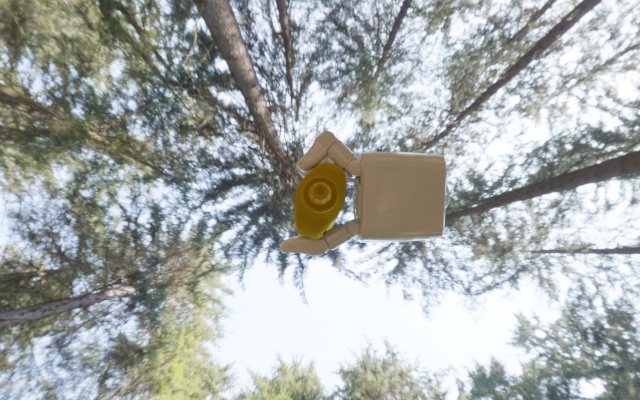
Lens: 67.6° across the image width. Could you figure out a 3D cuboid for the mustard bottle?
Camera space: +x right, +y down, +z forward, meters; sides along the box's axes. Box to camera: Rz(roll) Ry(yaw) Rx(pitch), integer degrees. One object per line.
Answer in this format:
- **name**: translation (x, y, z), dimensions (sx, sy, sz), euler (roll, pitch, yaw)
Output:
- **mustard bottle**: translation (0.000, 0.002, 0.609), dimensions (0.058, 0.096, 0.191), euler (24, -6, 2)
